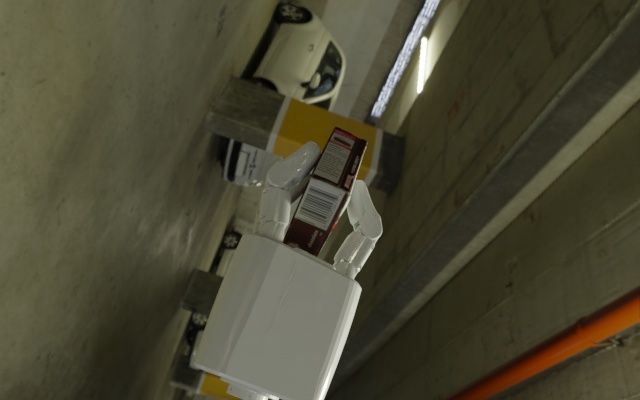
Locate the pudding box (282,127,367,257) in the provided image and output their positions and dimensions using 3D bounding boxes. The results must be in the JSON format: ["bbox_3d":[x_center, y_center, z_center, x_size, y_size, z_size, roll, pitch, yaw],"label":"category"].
[{"bbox_3d":[0.000,0.002,0.446,0.039,0.114,0.090,25,39,-3],"label":"pudding box"}]
